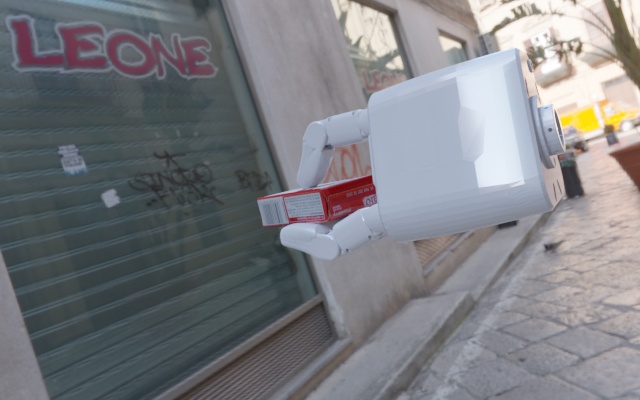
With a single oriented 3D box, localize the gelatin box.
[{"bbox_3d":[0.000,0.001,0.425,0.073,0.030,0.089,-15,6,-44],"label":"gelatin box"}]
